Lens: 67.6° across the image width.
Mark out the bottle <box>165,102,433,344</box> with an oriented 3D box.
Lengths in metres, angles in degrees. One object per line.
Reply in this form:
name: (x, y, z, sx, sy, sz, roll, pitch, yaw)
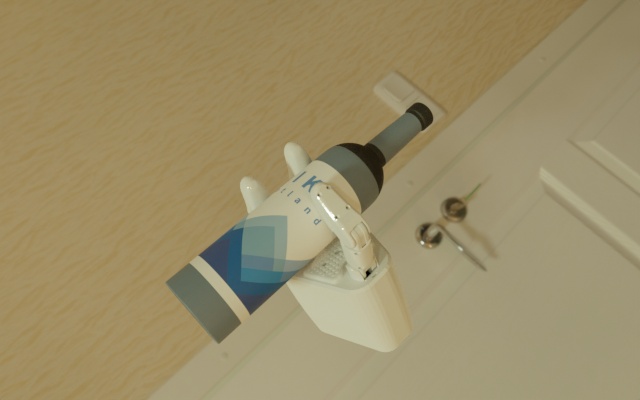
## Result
bottle: (0.000, 0.002, 0.437, 0.295, 0.069, 0.069, -41, 16, -20)
